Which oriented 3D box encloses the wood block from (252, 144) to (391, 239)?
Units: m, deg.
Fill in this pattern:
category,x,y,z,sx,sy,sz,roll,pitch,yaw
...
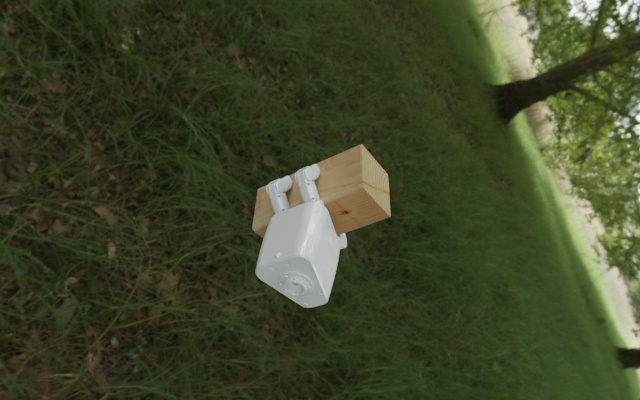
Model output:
category,x,y,z,sx,sy,sz,roll,pitch,yaw
wood block,0.000,0.003,0.777,0.206,0.090,0.091,-21,-43,27
